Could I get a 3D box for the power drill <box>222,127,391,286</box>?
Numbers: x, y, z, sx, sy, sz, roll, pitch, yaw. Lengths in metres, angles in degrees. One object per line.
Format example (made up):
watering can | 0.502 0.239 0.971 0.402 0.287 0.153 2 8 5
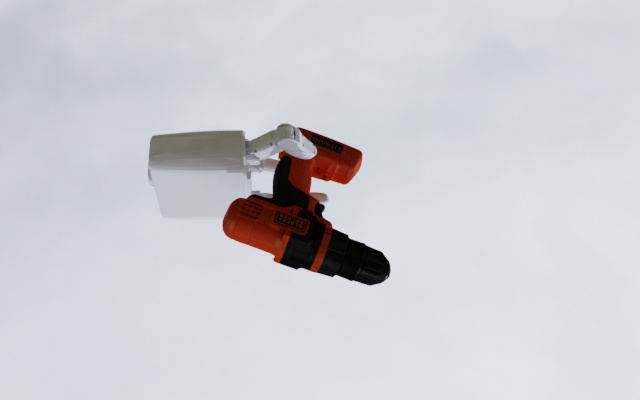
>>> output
power drill | 0.000 0.001 0.553 0.184 0.057 0.187 21 41 -5
